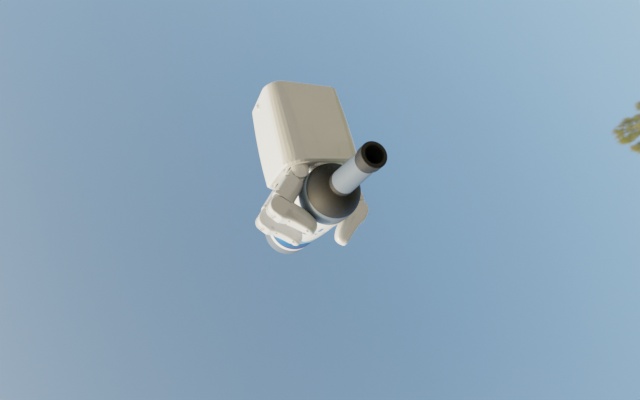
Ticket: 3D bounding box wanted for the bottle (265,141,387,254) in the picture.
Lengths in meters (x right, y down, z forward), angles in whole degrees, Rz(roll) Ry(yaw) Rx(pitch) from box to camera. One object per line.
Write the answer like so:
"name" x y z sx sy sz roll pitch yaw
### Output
"bottle" 0.000 0.002 0.570 0.069 0.069 0.296 0 -18 -21
